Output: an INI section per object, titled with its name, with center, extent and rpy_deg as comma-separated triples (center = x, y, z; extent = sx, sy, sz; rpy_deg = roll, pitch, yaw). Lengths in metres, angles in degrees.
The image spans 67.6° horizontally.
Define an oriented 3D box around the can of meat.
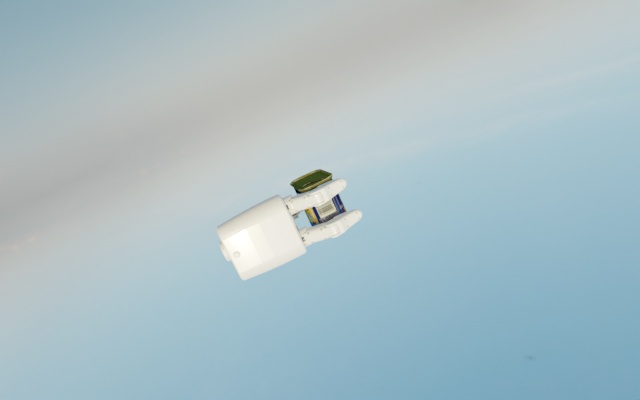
[can of meat]
center = 0.000, 0.003, 0.758
extent = 0.057, 0.084, 0.102
rpy_deg = -27, 14, -9
